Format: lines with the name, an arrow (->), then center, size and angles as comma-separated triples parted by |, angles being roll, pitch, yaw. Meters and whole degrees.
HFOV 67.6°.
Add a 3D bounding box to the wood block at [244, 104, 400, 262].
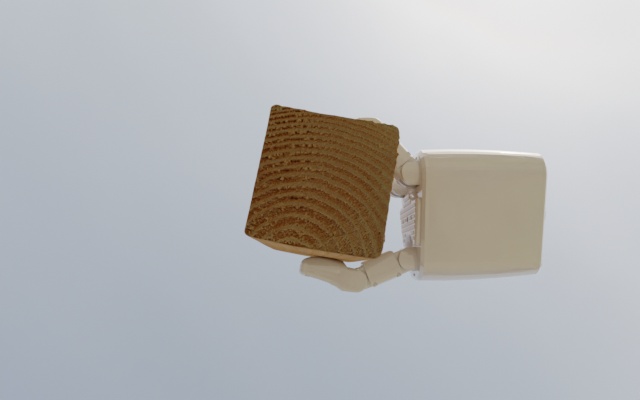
wood block -> 0.000, 0.002, 0.408 | 0.090, 0.091, 0.206 | 10, -8, 0
